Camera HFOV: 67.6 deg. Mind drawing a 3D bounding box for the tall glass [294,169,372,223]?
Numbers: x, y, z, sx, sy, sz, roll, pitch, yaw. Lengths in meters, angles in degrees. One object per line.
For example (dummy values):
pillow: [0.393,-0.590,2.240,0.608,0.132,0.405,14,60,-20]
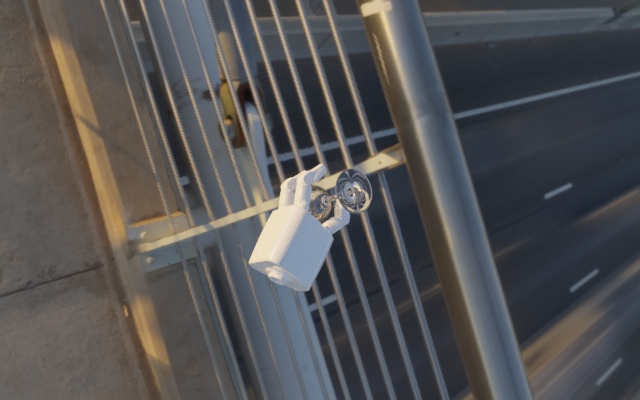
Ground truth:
tall glass: [0.001,0.003,0.854,0.079,0.079,0.201,0,-10,-34]
